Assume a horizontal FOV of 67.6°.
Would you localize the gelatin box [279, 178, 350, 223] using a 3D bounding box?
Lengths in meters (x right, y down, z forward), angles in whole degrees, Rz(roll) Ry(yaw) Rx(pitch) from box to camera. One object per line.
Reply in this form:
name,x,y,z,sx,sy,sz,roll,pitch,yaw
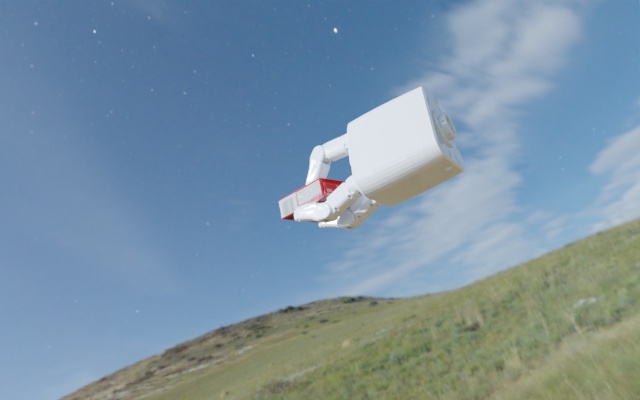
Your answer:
gelatin box,0.000,0.002,0.640,0.073,0.030,0.089,8,-26,-43
